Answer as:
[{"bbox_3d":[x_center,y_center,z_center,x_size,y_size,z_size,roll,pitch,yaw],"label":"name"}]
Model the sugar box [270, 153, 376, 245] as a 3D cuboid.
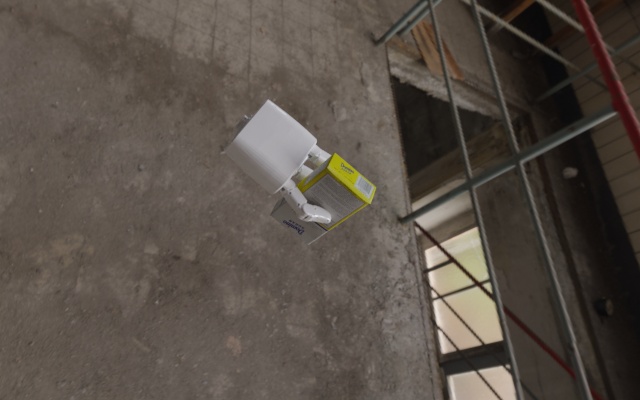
[{"bbox_3d":[0.000,0.002,0.802,0.093,0.048,0.176,40,-42,-14],"label":"sugar box"}]
